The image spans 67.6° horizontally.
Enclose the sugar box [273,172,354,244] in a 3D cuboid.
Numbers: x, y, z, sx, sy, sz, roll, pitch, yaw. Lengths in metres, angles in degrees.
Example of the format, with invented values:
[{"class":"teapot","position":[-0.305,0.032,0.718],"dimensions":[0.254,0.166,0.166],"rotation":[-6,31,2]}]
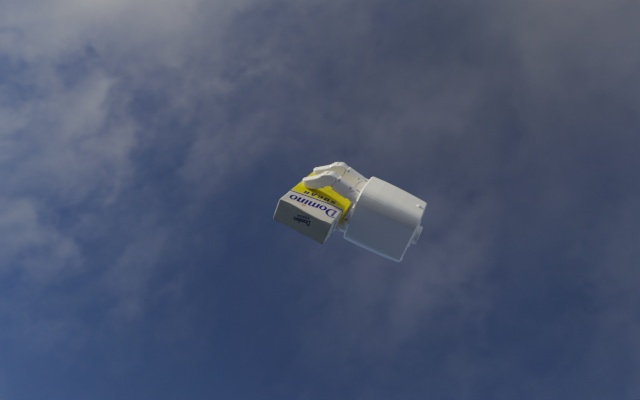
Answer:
[{"class":"sugar box","position":[0.000,0.002,0.814],"dimensions":[0.093,0.048,0.176],"rotation":[26,25,9]}]
